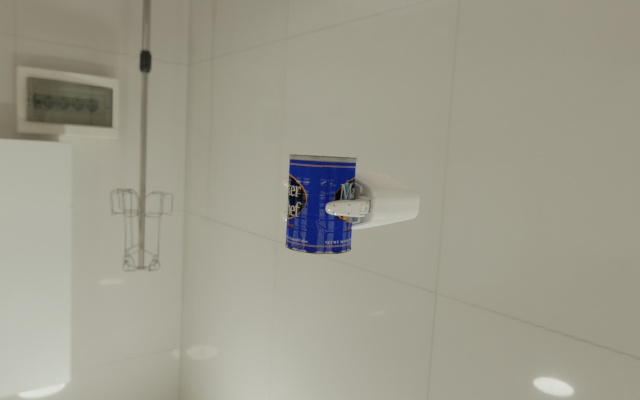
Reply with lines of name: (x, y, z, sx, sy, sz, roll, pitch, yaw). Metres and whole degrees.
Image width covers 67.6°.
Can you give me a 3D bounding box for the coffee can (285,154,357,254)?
coffee can: (0.000, 0.002, 0.726, 0.103, 0.140, 0.103, 3, 6, 0)
